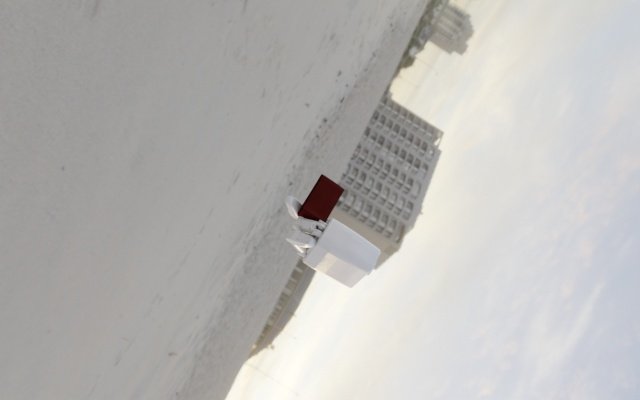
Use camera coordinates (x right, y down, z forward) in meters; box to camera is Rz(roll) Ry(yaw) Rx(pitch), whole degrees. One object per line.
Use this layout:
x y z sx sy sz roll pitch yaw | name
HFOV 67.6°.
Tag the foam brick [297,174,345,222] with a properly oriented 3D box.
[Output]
0.000 0.003 0.875 0.051 0.078 0.053 31 -20 -1 | foam brick
